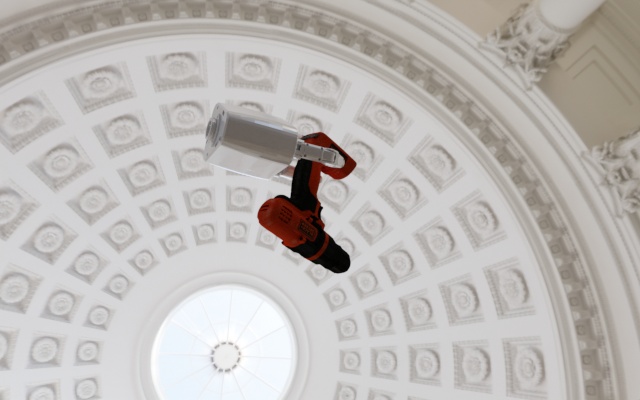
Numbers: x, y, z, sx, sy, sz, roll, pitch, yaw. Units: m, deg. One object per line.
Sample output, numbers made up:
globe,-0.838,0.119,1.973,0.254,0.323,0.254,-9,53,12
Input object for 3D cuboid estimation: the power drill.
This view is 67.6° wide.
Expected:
power drill,0.000,0.002,0.748,0.057,0.187,0.184,-13,-41,42
